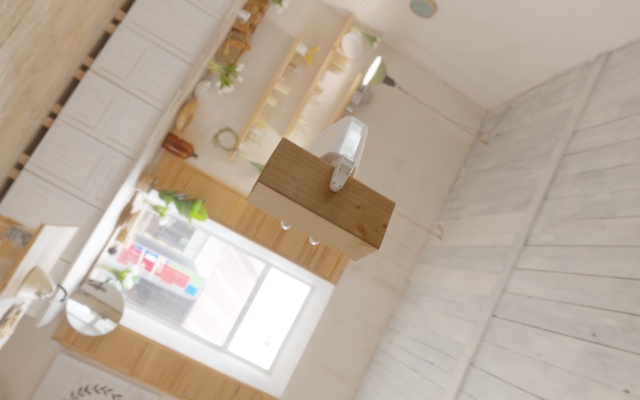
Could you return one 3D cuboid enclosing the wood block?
[{"bbox_3d":[0.000,0.002,0.753,0.206,0.090,0.091,29,-28,-9],"label":"wood block"}]
